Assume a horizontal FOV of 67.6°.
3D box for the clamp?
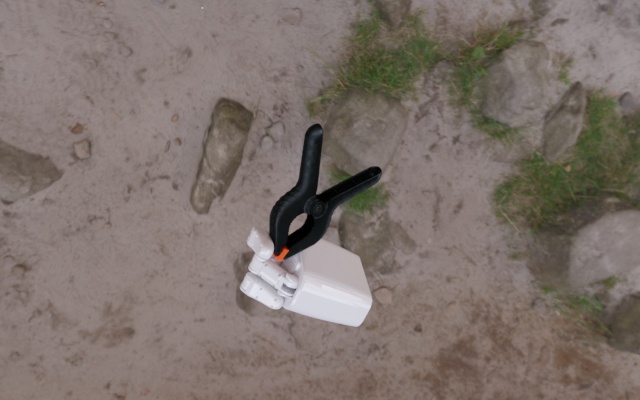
[{"bbox_3d":[0.000,0.002,0.591,0.120,0.171,0.039,22,15,-26],"label":"clamp"}]
